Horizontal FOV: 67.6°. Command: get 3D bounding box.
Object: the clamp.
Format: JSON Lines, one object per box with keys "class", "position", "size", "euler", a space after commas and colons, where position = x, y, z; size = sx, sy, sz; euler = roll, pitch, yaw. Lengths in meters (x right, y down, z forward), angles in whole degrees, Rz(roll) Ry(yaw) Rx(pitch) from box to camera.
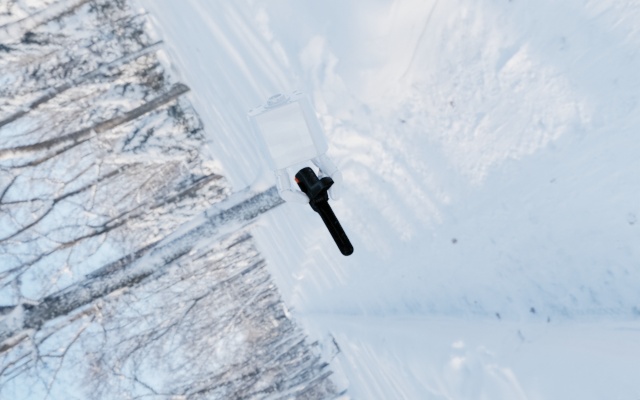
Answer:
{"class": "clamp", "position": [-0.001, 0.003, 0.892], "size": [0.036, 0.165, 0.210], "euler": [-24, 26, -11]}
